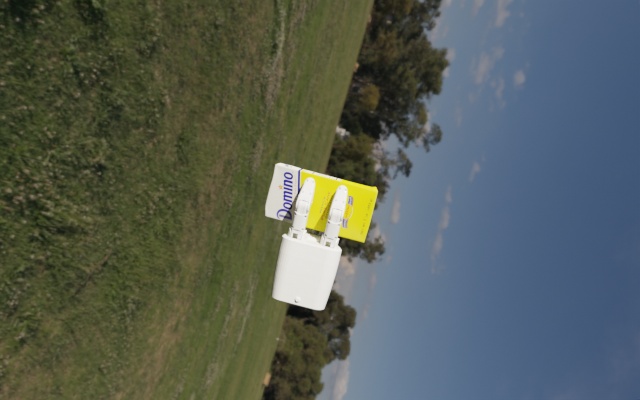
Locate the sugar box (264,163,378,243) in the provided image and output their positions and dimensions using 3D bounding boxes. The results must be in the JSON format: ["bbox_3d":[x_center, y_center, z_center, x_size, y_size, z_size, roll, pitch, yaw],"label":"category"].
[{"bbox_3d":[0.000,0.003,0.806,0.176,0.093,0.048,14,9,1],"label":"sugar box"}]
